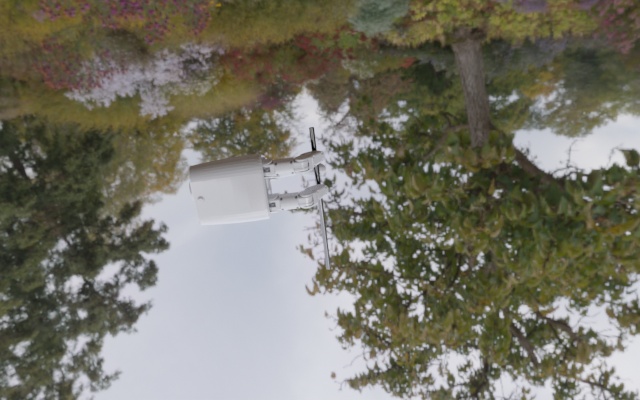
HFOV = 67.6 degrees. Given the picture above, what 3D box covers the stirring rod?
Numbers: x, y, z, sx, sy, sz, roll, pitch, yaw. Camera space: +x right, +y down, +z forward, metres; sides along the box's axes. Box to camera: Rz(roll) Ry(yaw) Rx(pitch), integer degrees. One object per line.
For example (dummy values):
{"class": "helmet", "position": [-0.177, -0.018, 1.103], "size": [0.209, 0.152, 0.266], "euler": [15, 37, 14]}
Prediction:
{"class": "stirring rod", "position": [0.000, 0.002, 0.756], "size": [0.011, 0.240, 0.011], "euler": [-6, 21, 2]}
